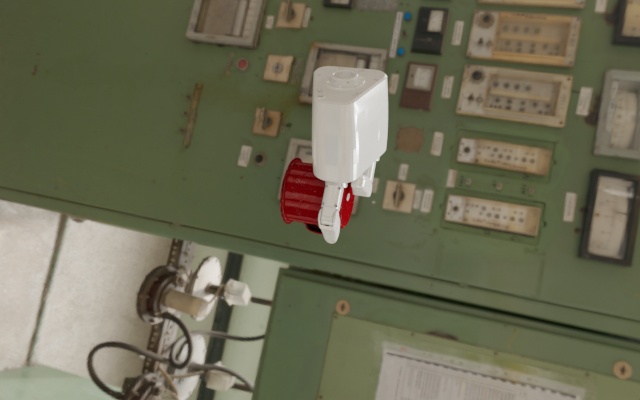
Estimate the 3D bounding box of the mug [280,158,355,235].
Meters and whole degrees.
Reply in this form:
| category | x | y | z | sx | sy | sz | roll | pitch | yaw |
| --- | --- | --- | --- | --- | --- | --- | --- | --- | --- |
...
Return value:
| category | x | y | z | sx | sy | sz | roll | pitch | yaw |
| --- | --- | --- | --- | --- | --- | --- | --- | --- | --- |
| mug | 0.000 | 0.003 | 0.656 | 0.081 | 0.117 | 0.093 | 9 | 39 | 15 |
